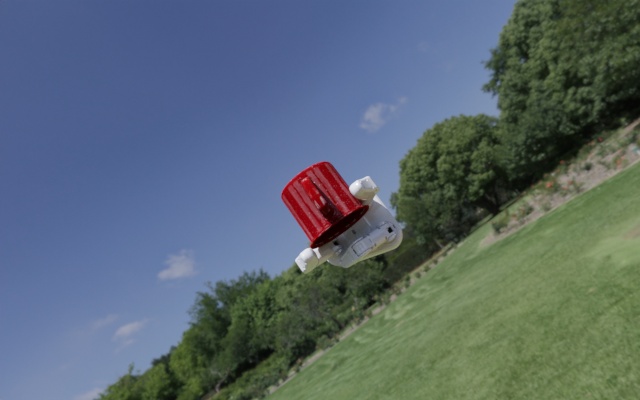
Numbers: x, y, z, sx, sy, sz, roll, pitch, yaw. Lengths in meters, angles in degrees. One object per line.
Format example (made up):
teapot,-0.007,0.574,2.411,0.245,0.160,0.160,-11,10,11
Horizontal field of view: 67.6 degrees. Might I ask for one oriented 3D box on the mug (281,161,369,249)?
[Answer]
mug,0.000,0.002,0.609,0.093,0.081,0.117,-37,-14,4
